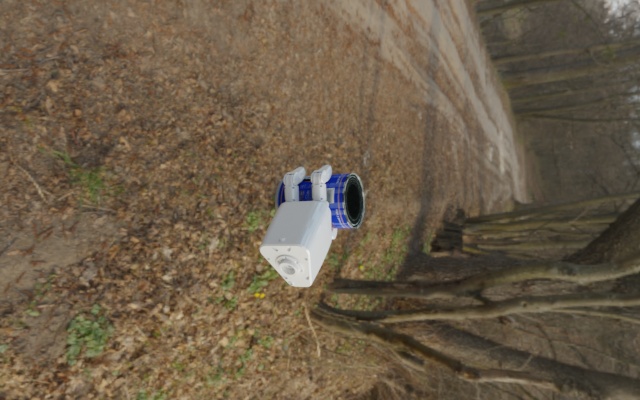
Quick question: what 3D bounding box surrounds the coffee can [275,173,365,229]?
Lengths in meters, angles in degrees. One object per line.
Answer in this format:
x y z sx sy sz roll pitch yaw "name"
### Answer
0.000 0.003 0.897 0.140 0.103 0.103 -3 -1 25 "coffee can"
